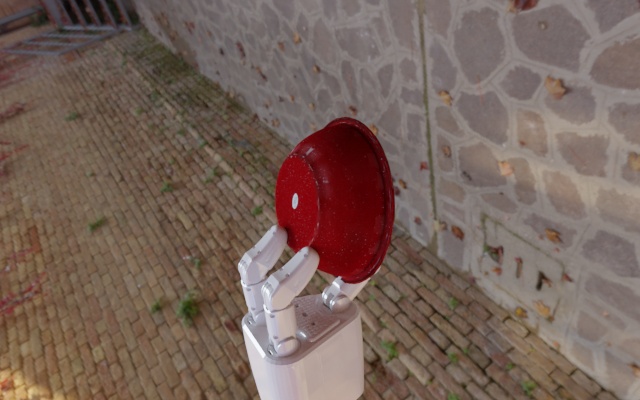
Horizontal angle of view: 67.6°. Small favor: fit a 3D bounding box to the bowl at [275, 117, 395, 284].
[{"bbox_3d":[0.000,0.000,0.453,0.055,0.162,0.162,-3,1,-29],"label":"bowl"}]
